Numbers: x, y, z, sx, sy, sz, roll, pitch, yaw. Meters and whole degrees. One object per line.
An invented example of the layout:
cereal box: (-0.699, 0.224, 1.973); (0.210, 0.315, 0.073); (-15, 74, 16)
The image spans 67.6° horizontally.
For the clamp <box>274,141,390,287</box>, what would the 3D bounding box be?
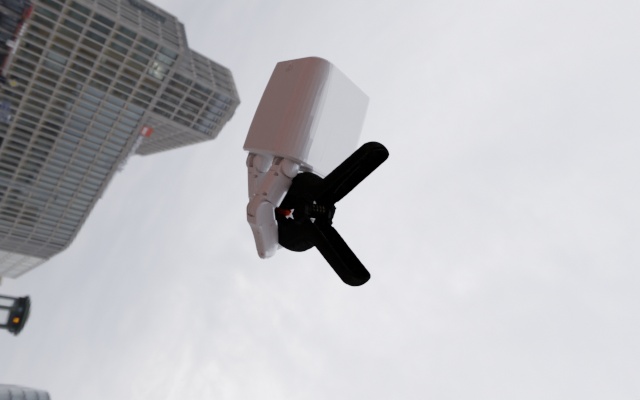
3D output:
clamp: (0.000, 0.002, 0.447); (0.039, 0.120, 0.171); (22, -5, -37)
